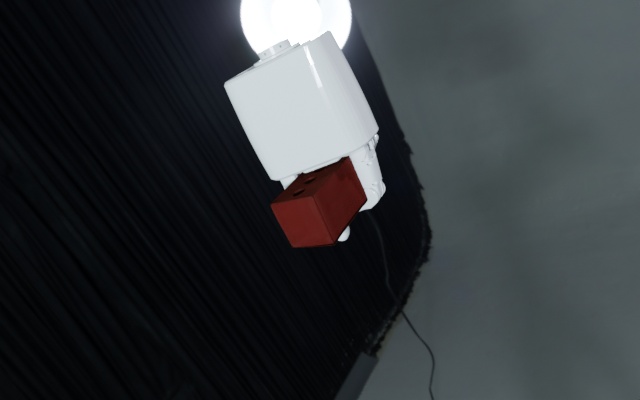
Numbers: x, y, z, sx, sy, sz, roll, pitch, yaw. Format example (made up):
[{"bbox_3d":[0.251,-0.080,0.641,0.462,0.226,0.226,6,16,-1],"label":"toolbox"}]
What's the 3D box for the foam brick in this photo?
[{"bbox_3d":[0.000,0.002,0.455,0.053,0.051,0.078,-9,27,36],"label":"foam brick"}]
